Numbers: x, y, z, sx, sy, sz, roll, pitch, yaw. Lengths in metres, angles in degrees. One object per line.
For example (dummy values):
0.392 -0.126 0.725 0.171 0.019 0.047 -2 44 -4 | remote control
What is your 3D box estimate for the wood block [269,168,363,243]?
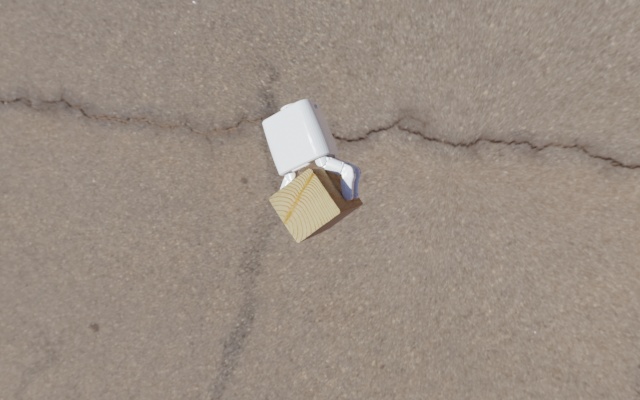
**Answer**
0.000 0.003 0.858 0.091 0.090 0.206 -36 -6 14 | wood block
